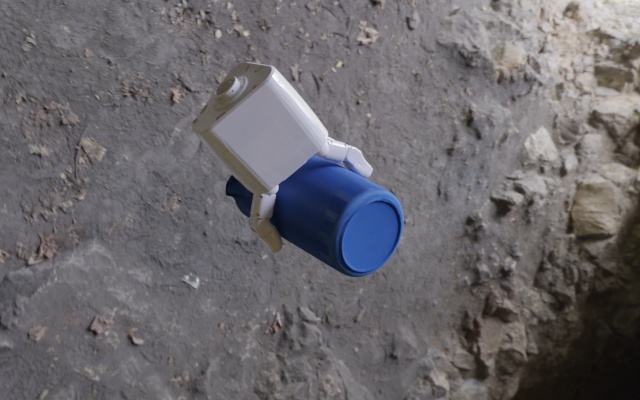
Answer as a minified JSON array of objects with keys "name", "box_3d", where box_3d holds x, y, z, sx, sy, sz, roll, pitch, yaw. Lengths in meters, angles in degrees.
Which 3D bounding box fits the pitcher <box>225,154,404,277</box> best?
[{"name":"pitcher","box_3d":[0.000,0.002,0.633,0.242,0.149,0.145,29,-17,50]}]
